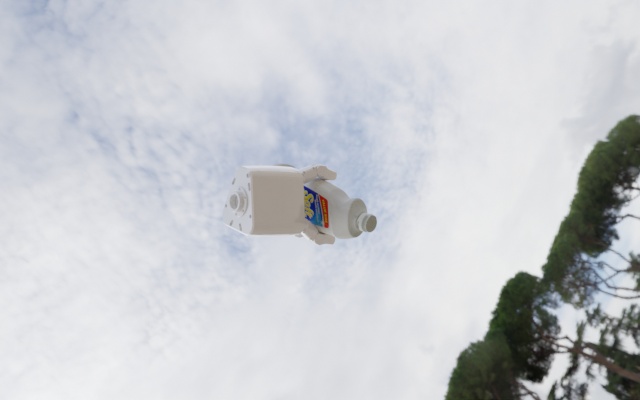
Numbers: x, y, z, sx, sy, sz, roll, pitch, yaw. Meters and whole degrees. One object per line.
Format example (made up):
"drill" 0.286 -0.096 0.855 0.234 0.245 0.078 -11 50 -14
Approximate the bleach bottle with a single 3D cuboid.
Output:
"bleach bottle" 0.000 0.003 0.862 0.068 0.102 0.251 0 12 -43
